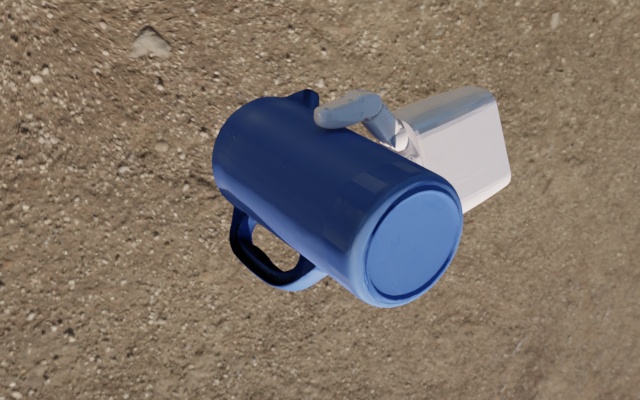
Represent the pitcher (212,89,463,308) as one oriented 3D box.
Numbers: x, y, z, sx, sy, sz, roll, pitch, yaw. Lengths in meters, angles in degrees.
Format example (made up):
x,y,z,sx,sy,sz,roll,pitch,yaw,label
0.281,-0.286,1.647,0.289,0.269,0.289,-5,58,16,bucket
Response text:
x,y,z,sx,sy,sz,roll,pitch,yaw,label
0.000,0.001,0.435,0.145,0.149,0.242,-24,32,-23,pitcher
